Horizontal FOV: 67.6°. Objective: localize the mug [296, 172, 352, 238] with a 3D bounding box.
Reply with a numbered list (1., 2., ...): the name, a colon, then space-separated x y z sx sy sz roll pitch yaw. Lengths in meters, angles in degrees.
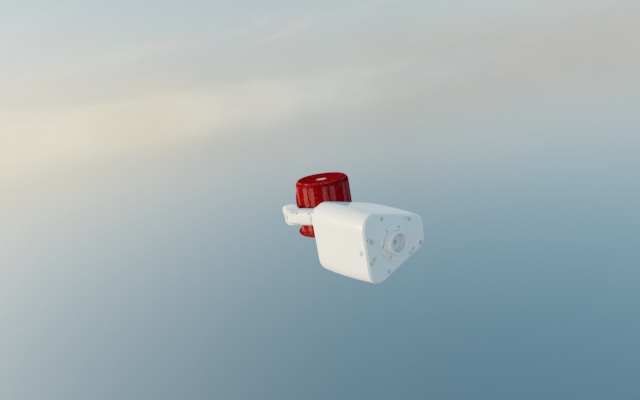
1. mug: -0.001 0.002 0.746 0.093 0.081 0.117 -18 17 -33
